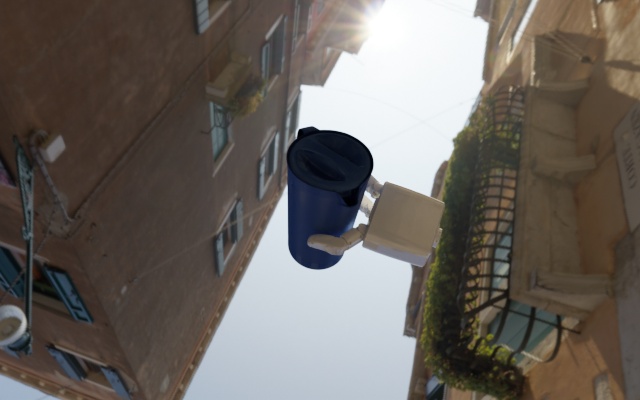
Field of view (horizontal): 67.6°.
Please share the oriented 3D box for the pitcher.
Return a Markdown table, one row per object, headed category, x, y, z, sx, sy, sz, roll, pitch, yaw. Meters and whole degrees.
| category | x | y | z | sx | sy | sz | roll | pitch | yaw |
| --- | --- | --- | --- | --- | --- | --- | --- | --- | --- |
| pitcher | 0.000 | 0.003 | 0.811 | 0.145 | 0.149 | 0.243 | 19 | -40 | 8 |
